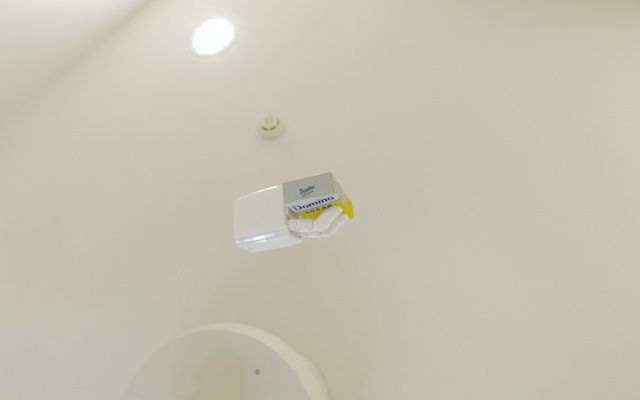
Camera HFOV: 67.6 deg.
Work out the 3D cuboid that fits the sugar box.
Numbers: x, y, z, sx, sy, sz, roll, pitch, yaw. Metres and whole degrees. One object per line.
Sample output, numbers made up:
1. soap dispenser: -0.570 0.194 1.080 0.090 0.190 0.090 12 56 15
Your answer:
1. sugar box: 0.000 0.004 0.895 0.093 0.048 0.176 -13 -17 12
